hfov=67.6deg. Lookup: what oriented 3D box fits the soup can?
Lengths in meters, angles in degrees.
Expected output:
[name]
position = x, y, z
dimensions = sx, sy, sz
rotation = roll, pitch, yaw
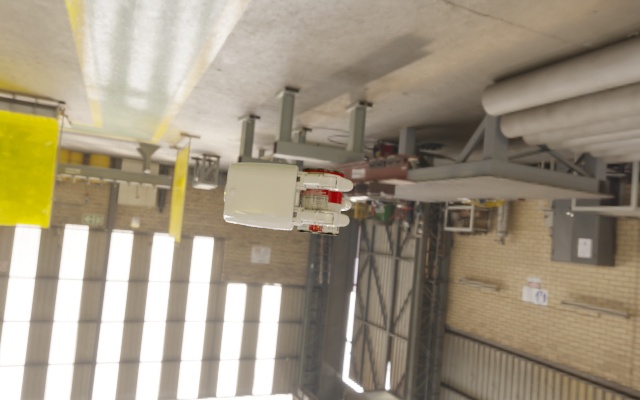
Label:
[soup can]
position = 0.001, 0.003, 0.764
dimensions = 0.068, 0.102, 0.068
rotation = 5, -3, 0
